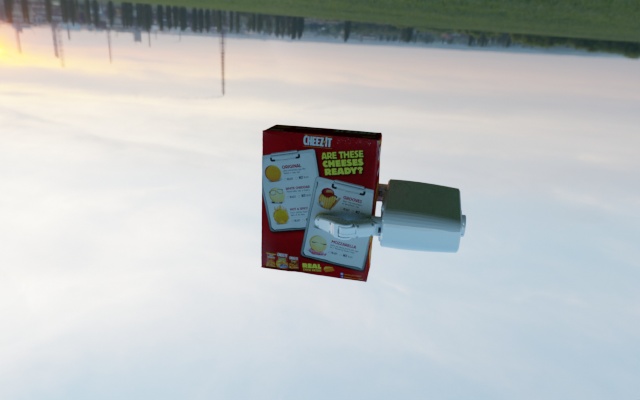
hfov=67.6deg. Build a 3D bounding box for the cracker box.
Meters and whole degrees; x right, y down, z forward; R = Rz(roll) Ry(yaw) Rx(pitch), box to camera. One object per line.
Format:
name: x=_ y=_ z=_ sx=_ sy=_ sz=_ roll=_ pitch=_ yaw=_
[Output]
cracker box: x=0.000 y=0.003 z=0.704 sx=0.164 sy=0.214 sz=0.072 roll=6 pitch=19 yaw=10
